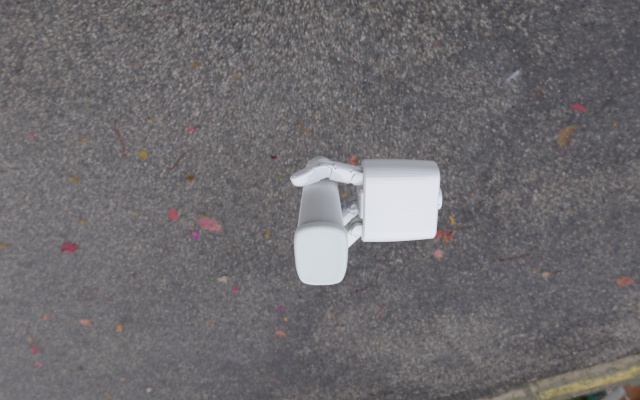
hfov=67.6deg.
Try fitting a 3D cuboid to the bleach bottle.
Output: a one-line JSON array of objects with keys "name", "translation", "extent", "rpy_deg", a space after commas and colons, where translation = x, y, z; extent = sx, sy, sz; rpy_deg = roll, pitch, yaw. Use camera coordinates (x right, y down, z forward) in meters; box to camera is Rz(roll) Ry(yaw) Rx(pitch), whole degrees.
[{"name": "bleach bottle", "translation": [0.000, 0.002, 0.700], "extent": [0.068, 0.103, 0.250], "rpy_deg": [0, 35, 0]}]
